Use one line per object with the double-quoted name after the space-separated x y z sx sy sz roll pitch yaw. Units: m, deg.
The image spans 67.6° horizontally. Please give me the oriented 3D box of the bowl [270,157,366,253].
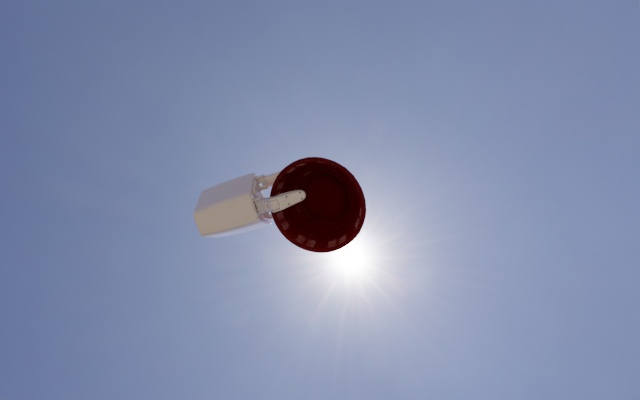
0.002 0.002 0.795 0.162 0.162 0.055 0 16 15 "bowl"
